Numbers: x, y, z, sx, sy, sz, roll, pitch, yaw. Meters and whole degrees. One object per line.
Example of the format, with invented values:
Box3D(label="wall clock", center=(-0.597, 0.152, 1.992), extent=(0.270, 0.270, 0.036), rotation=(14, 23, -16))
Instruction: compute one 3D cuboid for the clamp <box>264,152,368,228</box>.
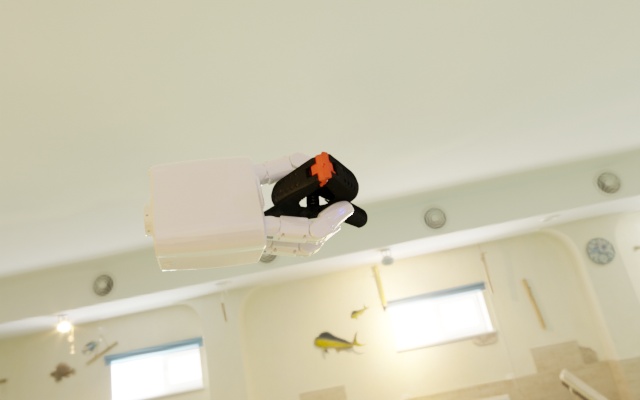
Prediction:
Box3D(label="clamp", center=(0.000, 0.001, 0.546), extent=(0.164, 0.036, 0.210), rotation=(-5, -19, -16))
